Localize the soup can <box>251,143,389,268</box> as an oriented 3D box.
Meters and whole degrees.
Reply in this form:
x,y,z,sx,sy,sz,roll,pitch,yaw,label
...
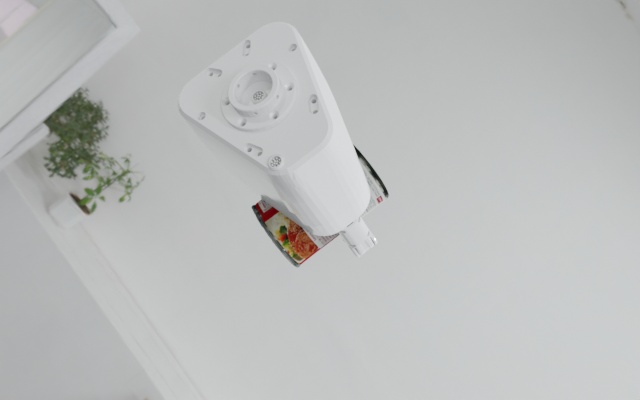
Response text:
x,y,z,sx,sy,sz,roll,pitch,yaw,label
0.000,0.001,0.421,0.102,0.068,0.068,-37,0,-1,soup can
